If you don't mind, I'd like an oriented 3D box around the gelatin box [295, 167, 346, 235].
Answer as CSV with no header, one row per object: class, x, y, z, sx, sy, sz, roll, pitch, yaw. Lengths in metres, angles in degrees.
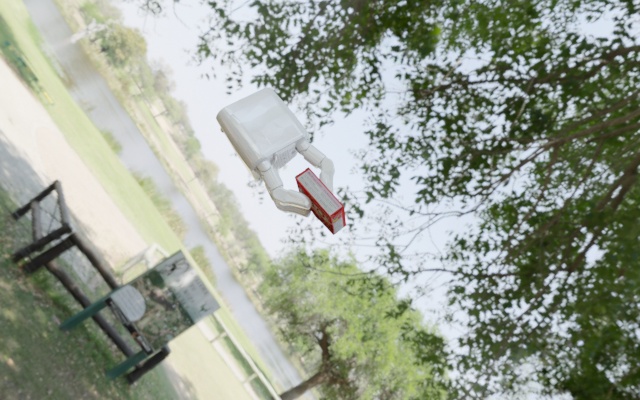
gelatin box,0.001,0.002,0.730,0.030,0.089,0.073,-37,-23,-12
